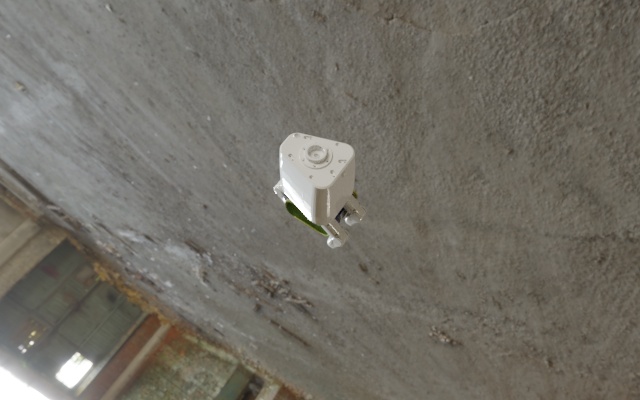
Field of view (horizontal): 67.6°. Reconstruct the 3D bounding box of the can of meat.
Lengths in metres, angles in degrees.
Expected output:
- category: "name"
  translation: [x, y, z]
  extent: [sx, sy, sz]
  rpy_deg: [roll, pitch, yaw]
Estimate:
- category: "can of meat"
  translation: [0.000, 0.003, 0.839]
  extent: [0.102, 0.084, 0.057]
  rpy_deg: [31, -27, 13]
